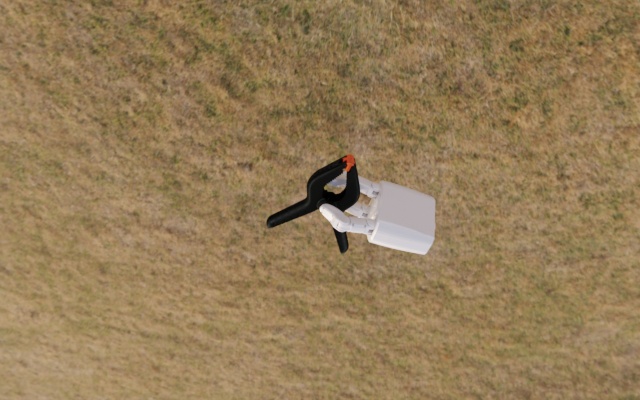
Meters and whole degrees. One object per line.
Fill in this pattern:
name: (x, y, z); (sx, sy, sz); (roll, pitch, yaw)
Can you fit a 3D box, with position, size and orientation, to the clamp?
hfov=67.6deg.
clamp: (0.000, 0.003, 0.849); (0.164, 0.210, 0.036); (14, 38, -8)
